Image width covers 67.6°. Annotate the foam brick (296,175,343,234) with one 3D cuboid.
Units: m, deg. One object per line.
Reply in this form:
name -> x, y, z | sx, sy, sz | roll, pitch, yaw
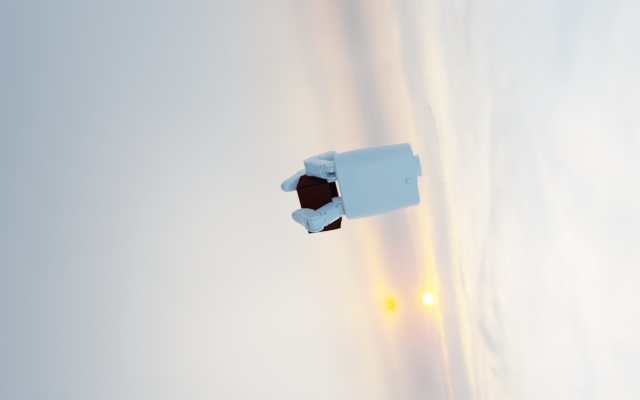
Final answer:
foam brick -> 0.000, 0.003, 0.709 | 0.051, 0.078, 0.053 | -10, 24, 10
